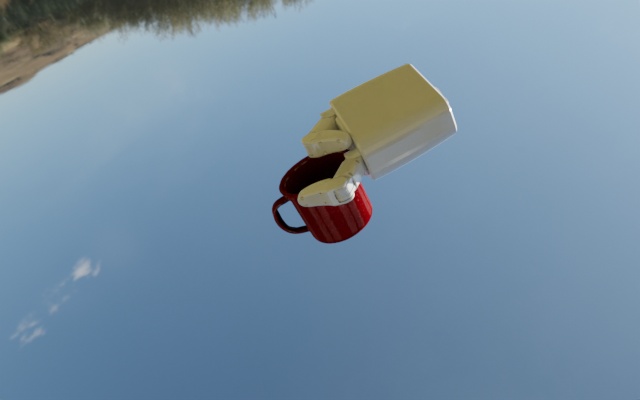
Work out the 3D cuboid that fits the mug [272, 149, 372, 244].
[{"bbox_3d":[-0.001,0.003,0.565,0.117,0.081,0.093,-28,29,3],"label":"mug"}]
